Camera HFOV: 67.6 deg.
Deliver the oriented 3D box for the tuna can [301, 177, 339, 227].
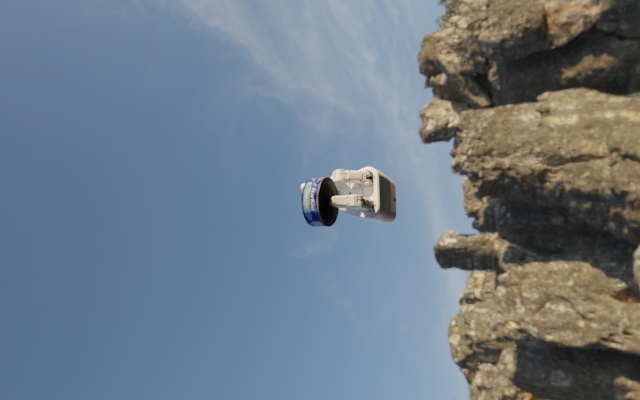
[{"bbox_3d":[0.000,0.003,0.827,0.034,0.086,0.086,-2,-1,26],"label":"tuna can"}]
